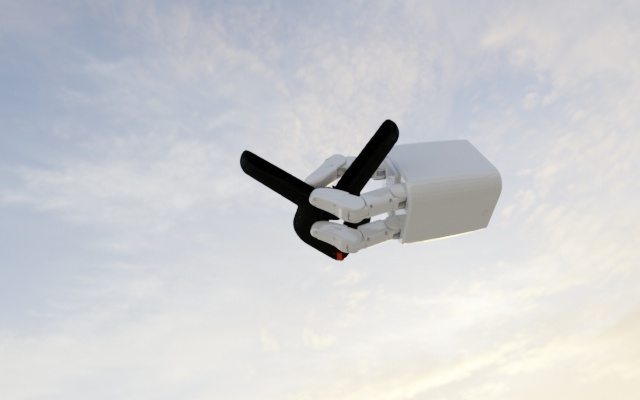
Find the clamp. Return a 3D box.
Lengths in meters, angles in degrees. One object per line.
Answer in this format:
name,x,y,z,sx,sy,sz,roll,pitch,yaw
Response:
clamp,0.000,0.002,0.549,0.164,0.036,0.210,-7,-42,-6
